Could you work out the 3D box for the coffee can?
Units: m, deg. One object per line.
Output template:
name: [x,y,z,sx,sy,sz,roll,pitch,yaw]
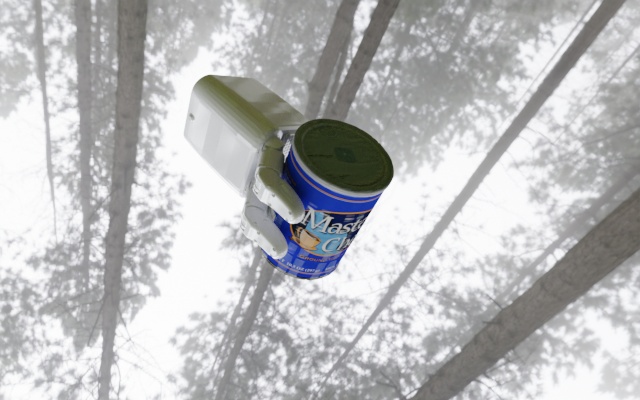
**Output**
coffee can: [0.000,0.002,0.498,0.103,0.102,0.140,0,-42,-27]
